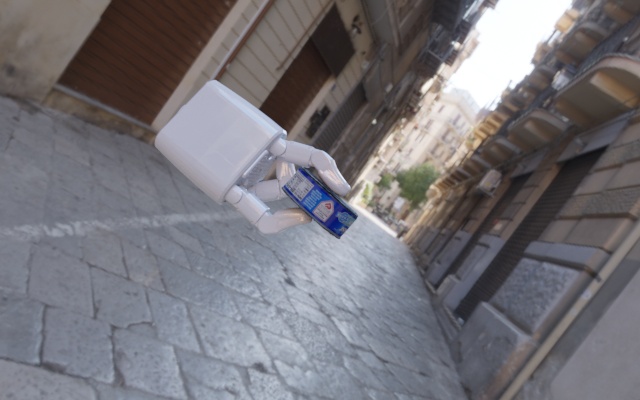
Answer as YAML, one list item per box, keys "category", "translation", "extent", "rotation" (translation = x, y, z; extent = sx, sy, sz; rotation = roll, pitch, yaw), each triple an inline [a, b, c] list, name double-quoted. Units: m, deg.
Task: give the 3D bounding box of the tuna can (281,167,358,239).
- category: "tuna can"
  translation: [0.001, 0.001, 0.525]
  extent: [0.086, 0.034, 0.086]
  rotation: [41, 3, -3]
